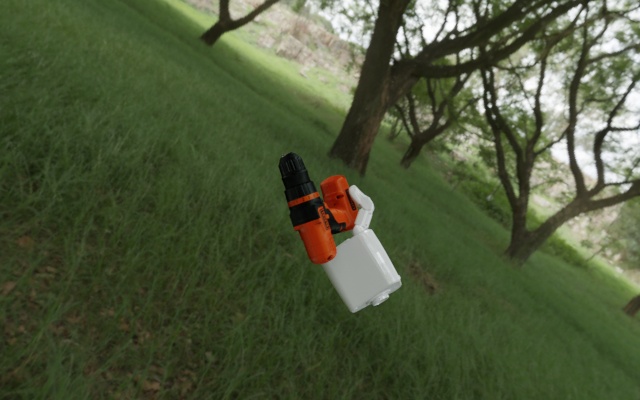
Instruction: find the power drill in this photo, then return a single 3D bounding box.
[{"bbox_3d":[0.000,0.003,0.821,0.057,0.184,0.187,-17,2,24],"label":"power drill"}]
